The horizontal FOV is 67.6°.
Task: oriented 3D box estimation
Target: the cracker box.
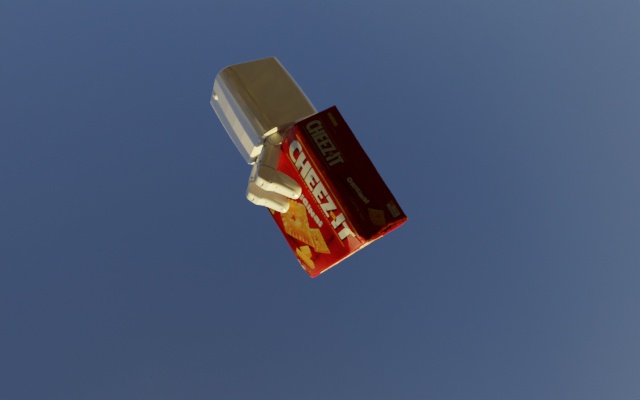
[{"bbox_3d":[0.000,0.002,0.639,0.072,0.164,0.214,-29,-8,-26],"label":"cracker box"}]
